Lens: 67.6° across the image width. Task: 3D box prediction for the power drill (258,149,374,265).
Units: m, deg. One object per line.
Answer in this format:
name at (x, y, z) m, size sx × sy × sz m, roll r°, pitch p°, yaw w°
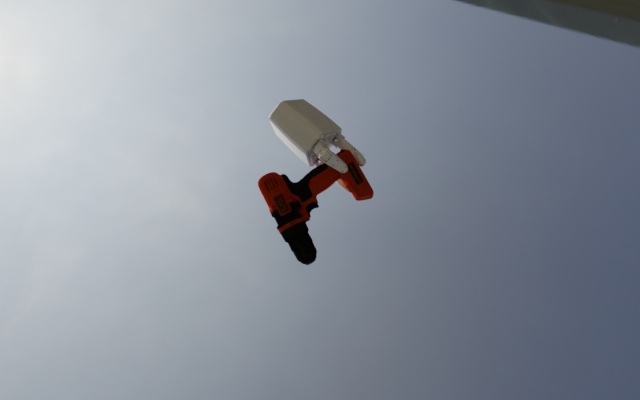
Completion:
power drill at (0.000, 0.002, 0.884) m, size 0.187 × 0.184 × 0.057 m, roll -27°, pitch -6°, yaw -9°
